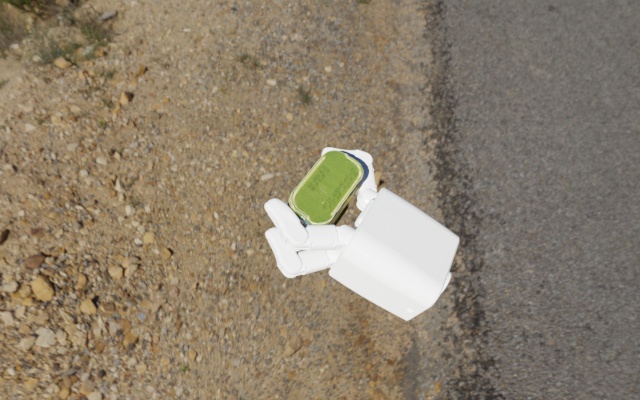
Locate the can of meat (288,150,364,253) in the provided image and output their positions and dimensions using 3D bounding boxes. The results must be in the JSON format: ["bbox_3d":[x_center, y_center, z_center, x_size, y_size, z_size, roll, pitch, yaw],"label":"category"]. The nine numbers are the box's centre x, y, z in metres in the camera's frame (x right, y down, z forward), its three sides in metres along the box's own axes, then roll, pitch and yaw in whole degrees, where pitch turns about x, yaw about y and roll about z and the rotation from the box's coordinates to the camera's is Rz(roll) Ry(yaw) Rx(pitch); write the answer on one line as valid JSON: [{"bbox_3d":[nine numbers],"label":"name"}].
[{"bbox_3d":[0.000,0.002,0.548,0.057,0.102,0.084,34,-29,5],"label":"can of meat"}]
